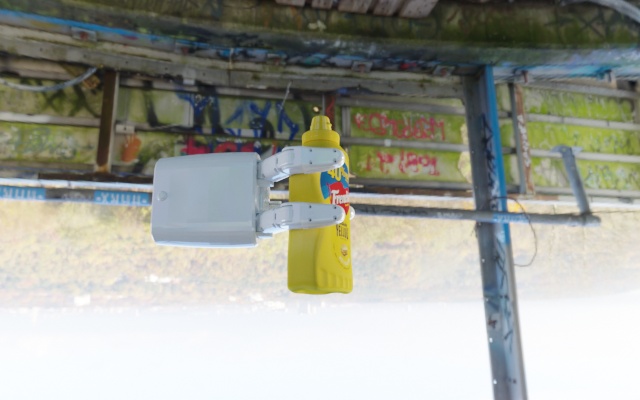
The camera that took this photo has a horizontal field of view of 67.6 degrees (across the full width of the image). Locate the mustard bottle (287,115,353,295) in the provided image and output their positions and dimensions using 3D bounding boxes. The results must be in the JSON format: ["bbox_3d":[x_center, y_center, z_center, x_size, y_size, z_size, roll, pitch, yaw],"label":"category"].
[{"bbox_3d":[0.000,0.002,0.508,0.058,0.191,0.096,-7,-15,25],"label":"mustard bottle"}]
